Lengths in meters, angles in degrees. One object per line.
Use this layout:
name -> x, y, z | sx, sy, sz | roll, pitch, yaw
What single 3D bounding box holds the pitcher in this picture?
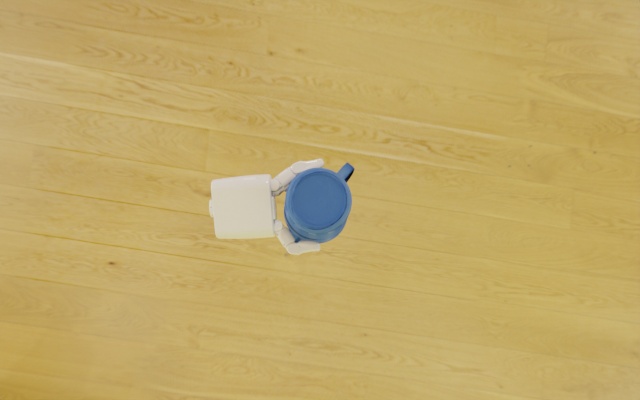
pitcher -> 0.000, 0.003, 0.876 | 0.145, 0.149, 0.243 | -4, -6, -2
